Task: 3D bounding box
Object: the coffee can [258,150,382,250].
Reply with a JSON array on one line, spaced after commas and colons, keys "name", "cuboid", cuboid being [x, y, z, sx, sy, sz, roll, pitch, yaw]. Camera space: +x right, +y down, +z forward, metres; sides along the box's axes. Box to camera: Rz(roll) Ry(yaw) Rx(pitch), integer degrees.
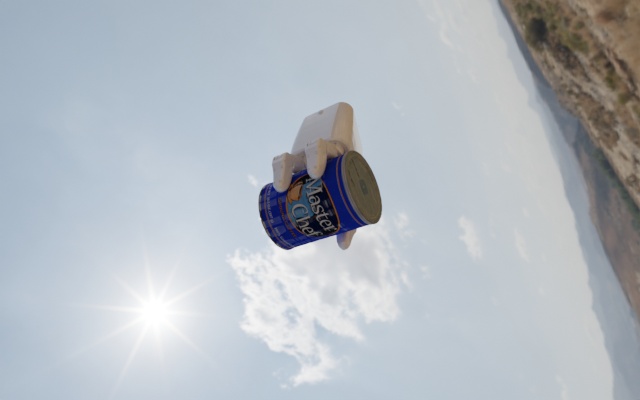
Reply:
[{"name": "coffee can", "cuboid": [0.000, 0.002, 0.662, 0.140, 0.103, 0.103, -19, -9, 27]}]
